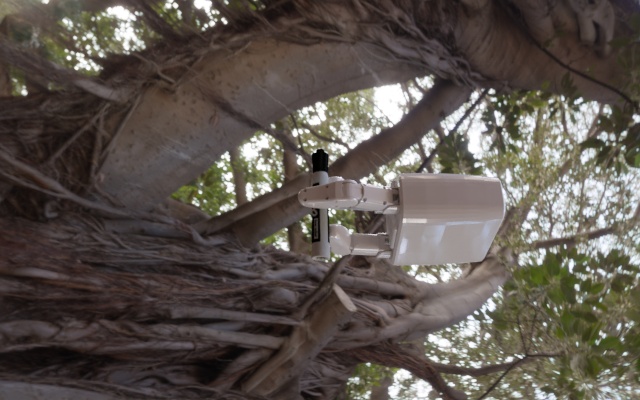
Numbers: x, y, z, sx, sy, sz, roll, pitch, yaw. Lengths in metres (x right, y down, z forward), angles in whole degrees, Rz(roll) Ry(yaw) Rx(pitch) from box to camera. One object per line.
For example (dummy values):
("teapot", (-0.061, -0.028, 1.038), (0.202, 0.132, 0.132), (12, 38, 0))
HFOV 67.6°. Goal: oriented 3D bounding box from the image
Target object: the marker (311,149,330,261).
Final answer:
("marker", (0.000, 0.002, 0.498), (0.020, 0.121, 0.020), (0, -21, 0))
